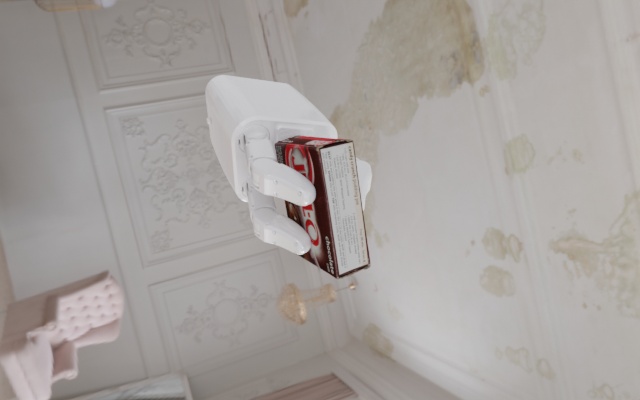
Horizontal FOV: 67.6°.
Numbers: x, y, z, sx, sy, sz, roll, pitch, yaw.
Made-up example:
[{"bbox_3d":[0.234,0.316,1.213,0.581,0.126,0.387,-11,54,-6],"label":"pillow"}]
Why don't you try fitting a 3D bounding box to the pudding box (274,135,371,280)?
[{"bbox_3d":[0.000,0.001,0.419,0.039,0.113,0.090,-17,16,-23],"label":"pudding box"}]
